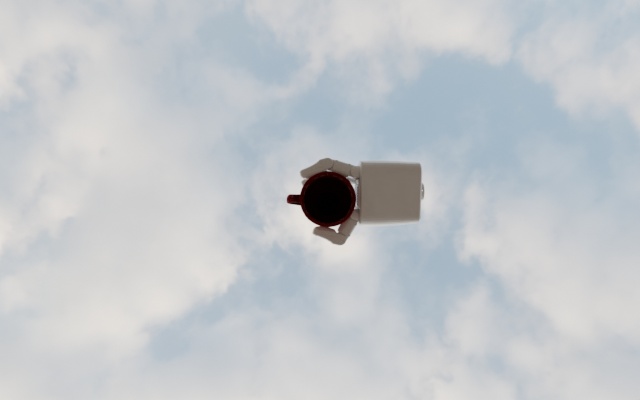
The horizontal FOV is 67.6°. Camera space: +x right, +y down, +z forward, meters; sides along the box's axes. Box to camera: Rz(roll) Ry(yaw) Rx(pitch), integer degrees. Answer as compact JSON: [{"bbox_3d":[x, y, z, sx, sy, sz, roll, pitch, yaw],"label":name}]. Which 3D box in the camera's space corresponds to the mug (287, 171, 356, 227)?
[{"bbox_3d":[-0.001,0.003,0.823,0.117,0.093,0.081,1,-8,0],"label":"mug"}]
